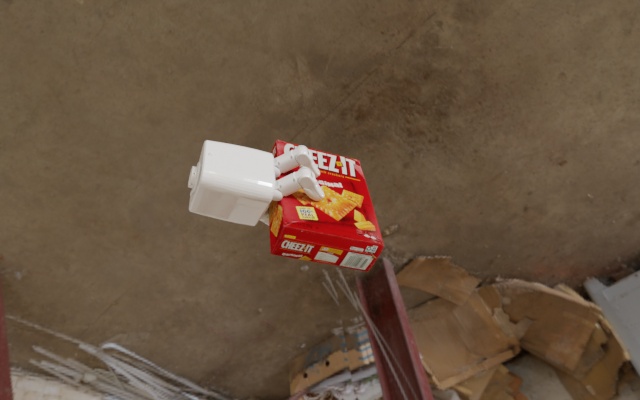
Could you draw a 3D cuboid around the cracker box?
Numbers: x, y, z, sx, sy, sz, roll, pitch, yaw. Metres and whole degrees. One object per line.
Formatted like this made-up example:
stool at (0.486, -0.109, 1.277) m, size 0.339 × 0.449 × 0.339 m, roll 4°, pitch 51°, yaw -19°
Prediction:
cracker box at (0.000, 0.003, 0.776) m, size 0.164 × 0.072 × 0.213 m, roll 13°, pitch 39°, yaw -20°
